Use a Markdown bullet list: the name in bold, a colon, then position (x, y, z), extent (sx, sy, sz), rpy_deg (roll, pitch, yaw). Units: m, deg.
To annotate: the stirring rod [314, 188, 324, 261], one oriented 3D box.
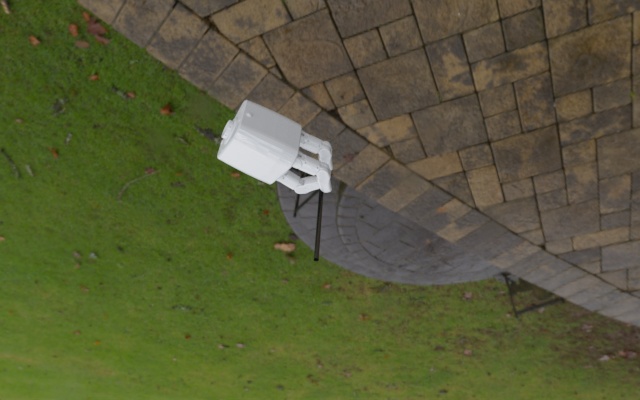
- **stirring rod**: position (0.000, 0.003, 0.818), extent (0.011, 0.239, 0.011), rpy_deg (2, -42, 2)
